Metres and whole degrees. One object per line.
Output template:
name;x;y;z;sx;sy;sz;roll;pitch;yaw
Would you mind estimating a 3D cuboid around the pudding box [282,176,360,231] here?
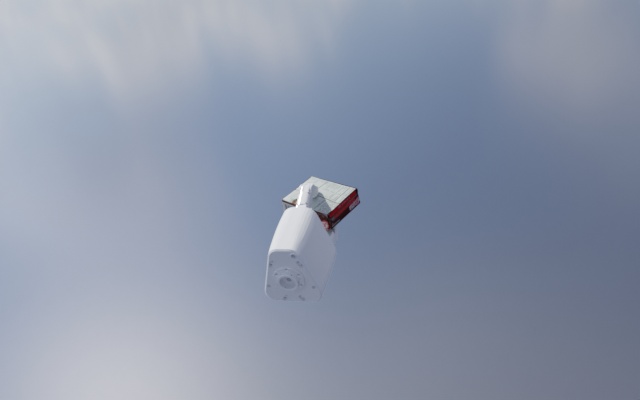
pudding box;0.000;0.003;0.854;0.113;0.039;0.090;19;44;37
